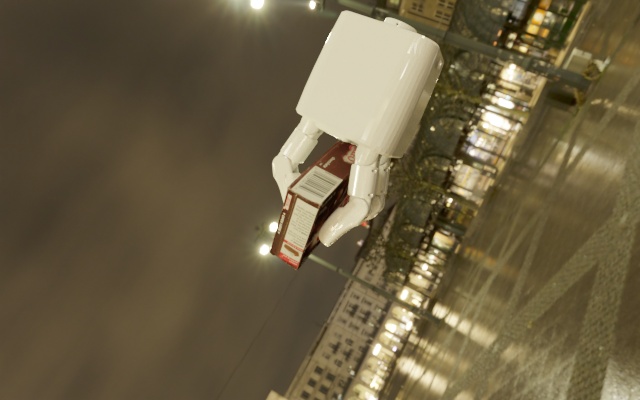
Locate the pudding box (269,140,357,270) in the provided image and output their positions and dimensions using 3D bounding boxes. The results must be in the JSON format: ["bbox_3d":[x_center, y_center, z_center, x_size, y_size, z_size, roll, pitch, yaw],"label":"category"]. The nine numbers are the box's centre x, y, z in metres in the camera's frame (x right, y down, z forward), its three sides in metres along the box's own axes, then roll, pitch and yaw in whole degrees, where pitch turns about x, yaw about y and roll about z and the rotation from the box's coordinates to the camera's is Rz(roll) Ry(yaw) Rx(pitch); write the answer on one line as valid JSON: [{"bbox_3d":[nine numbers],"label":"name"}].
[{"bbox_3d":[0.000,0.001,0.479,0.039,0.090,0.113,30,41,14],"label":"pudding box"}]
